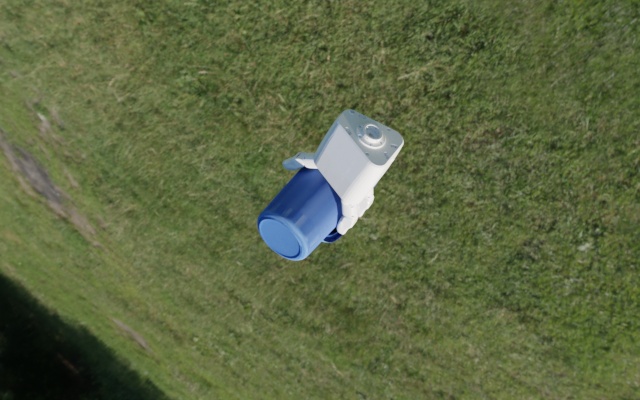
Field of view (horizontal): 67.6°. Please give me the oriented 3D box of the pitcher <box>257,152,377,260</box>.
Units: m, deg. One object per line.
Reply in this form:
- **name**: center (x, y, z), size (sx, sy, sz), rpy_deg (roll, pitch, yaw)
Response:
- **pitcher**: center (0.000, 0.003, 0.881), size (0.242, 0.149, 0.145), rpy_deg (-48, -3, -37)
